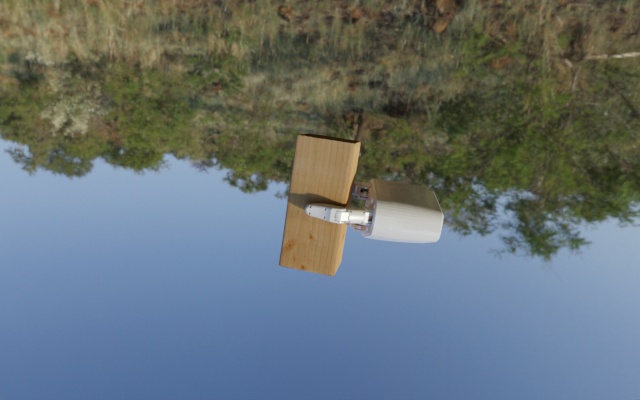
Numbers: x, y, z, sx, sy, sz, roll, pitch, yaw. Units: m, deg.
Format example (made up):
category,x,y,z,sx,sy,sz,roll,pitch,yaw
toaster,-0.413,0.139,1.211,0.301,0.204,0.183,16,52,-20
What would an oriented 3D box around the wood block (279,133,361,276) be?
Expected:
category,x,y,z,sx,sy,sz,roll,pitch,yaw
wood block,0.000,0.003,0.759,0.090,0.206,0.091,10,10,9
